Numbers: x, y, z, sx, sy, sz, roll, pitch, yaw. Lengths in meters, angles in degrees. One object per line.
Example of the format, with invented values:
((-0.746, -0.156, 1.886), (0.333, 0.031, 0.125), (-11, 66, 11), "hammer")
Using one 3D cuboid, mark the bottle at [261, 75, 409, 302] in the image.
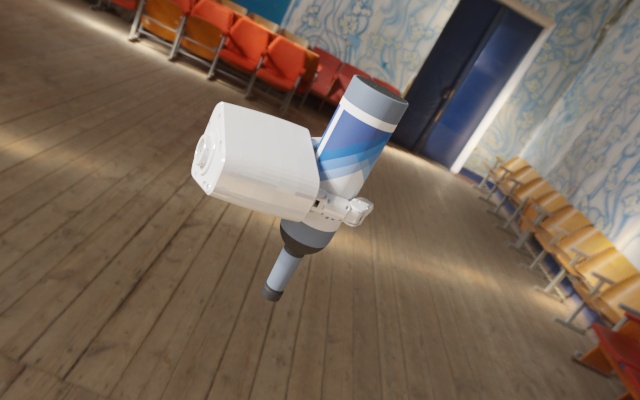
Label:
((0.000, 0.002, 0.563), (0.069, 0.296, 0.069), (24, 22, -11), "bottle")
